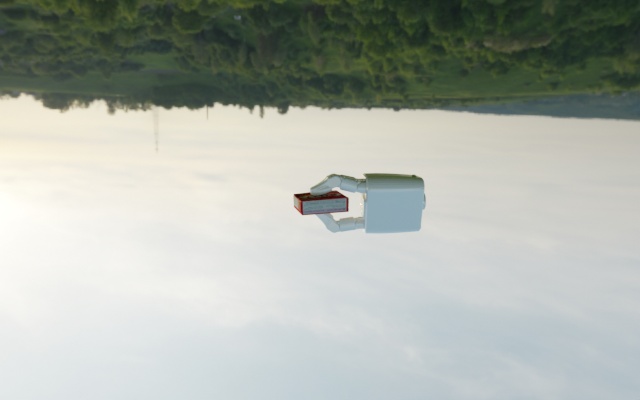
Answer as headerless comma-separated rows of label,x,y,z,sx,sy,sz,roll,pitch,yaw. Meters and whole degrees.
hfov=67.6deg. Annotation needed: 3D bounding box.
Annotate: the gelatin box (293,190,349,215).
gelatin box,0.000,0.003,0.874,0.089,0.030,0.073,-5,12,-13
